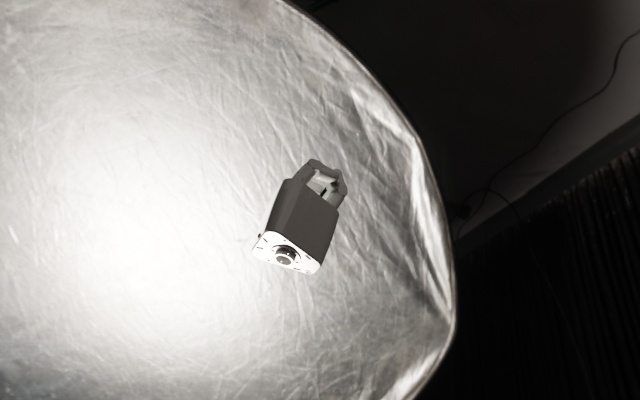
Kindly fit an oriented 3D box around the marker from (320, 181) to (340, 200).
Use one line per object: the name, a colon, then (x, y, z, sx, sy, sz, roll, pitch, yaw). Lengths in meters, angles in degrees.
marker: (0.000, 0.003, 0.846, 0.020, 0.020, 0.121, 0, -31, -27)
